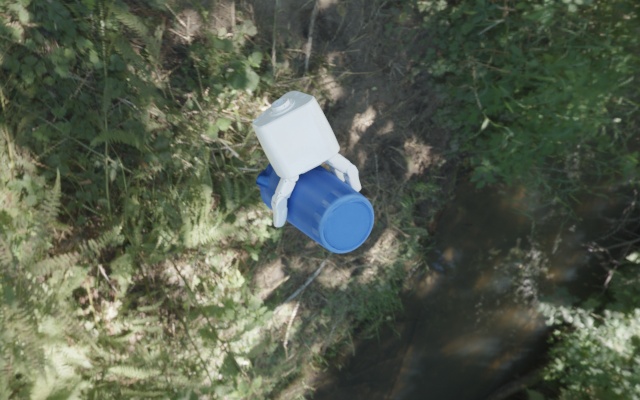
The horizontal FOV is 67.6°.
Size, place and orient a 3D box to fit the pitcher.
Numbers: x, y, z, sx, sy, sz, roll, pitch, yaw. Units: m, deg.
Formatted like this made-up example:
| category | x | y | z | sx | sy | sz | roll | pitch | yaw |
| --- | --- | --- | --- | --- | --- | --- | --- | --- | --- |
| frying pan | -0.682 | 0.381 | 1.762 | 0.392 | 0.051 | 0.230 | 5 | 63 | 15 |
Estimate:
| category | x | y | z | sx | sy | sz | roll | pitch | yaw |
| --- | --- | --- | --- | --- | --- | --- | --- | --- | --- |
| pitcher | 0.000 | 0.003 | 0.891 | 0.149 | 0.145 | 0.242 | -34 | 33 | -14 |
